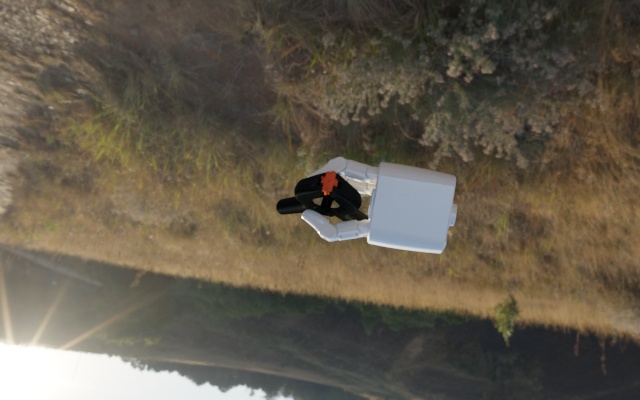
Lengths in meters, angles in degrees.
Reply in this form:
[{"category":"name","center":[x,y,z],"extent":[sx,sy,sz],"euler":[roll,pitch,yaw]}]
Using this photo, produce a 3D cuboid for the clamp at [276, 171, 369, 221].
[{"category":"clamp","center":[0.000,0.003,0.698],"extent":[0.164,0.036,0.210],"euler":[10,-16,9]}]
